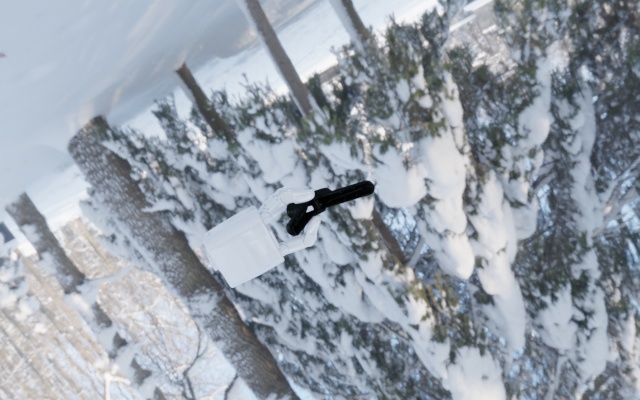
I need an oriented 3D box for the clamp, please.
[{"bbox_3d":[0.000,0.004,0.861,0.164,0.036,0.210,-26,11,-8],"label":"clamp"}]
